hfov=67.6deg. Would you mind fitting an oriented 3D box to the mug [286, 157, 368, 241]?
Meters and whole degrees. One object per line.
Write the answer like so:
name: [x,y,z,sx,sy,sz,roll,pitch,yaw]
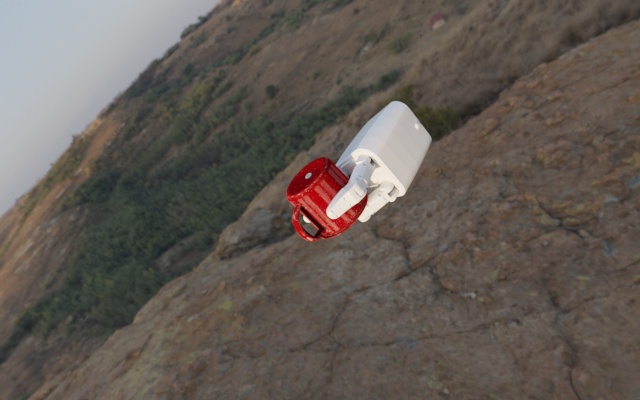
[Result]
mug: [-0.001,0.003,0.668,0.081,0.117,0.093,45,-29,-23]
